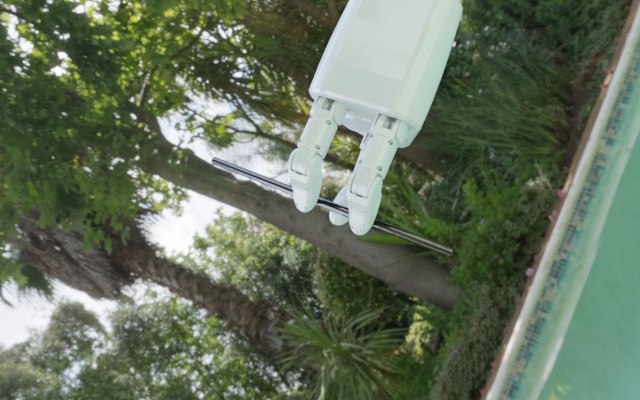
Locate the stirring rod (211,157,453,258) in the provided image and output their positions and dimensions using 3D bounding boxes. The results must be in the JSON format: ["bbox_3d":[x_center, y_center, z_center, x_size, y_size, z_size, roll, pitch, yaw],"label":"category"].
[{"bbox_3d":[0.000,0.001,0.424,0.239,0.011,0.011,21,8,21],"label":"stirring rod"}]
